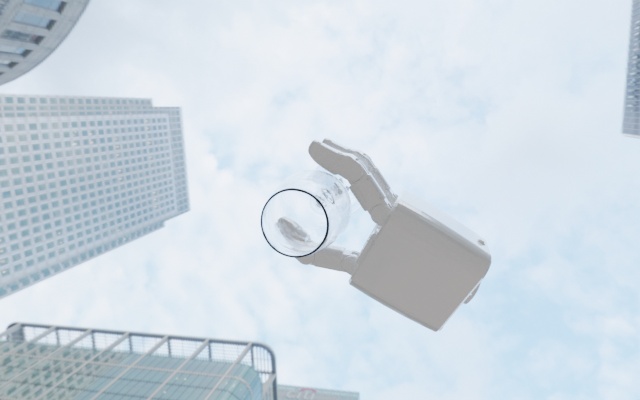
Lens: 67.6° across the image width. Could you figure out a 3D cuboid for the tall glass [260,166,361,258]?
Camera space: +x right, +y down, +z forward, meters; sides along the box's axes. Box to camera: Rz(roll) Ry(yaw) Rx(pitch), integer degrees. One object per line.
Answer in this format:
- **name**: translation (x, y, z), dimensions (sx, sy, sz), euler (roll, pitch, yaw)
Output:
- **tall glass**: translation (0.000, 0.002, 0.505), dimensions (0.079, 0.079, 0.201), euler (0, 11, 14)
